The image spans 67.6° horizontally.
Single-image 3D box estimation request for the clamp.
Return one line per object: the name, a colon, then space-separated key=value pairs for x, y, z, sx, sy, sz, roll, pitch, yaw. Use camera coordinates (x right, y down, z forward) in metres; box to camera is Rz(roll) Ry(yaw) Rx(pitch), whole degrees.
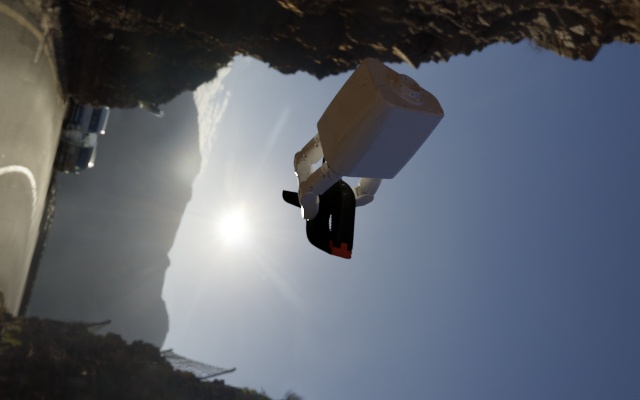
clamp: x=0.001 y=0.003 z=0.649 sx=0.036 sy=0.209 sz=0.165 roll=16 pitch=-48 yaw=-27
